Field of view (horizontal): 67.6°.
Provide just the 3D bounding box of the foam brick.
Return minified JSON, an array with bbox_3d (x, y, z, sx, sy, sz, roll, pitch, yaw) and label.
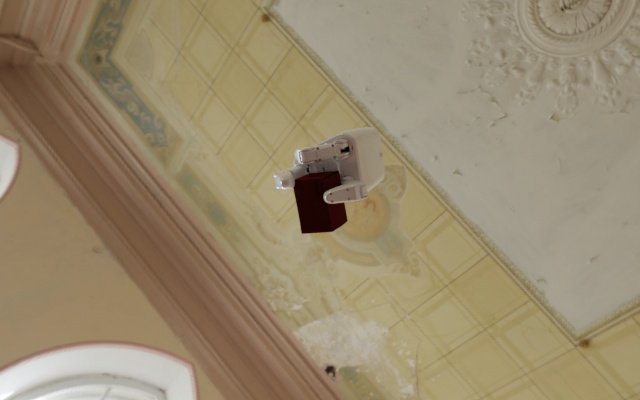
[{"bbox_3d":[0.000,0.003,0.675,0.053,0.078,0.051,-3,13,29],"label":"foam brick"}]
